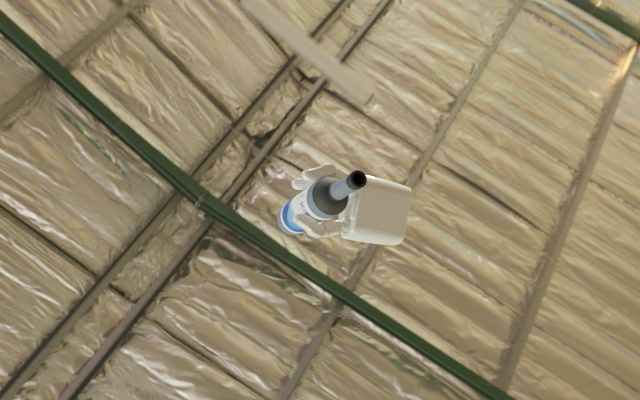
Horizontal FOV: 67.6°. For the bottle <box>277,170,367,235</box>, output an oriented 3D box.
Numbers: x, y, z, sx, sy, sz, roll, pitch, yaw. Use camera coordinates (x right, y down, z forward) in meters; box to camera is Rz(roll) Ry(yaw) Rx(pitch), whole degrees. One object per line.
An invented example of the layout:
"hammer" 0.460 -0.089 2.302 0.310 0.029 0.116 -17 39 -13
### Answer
"bottle" 0.000 0.003 0.825 0.069 0.069 0.296 0 -13 -23
